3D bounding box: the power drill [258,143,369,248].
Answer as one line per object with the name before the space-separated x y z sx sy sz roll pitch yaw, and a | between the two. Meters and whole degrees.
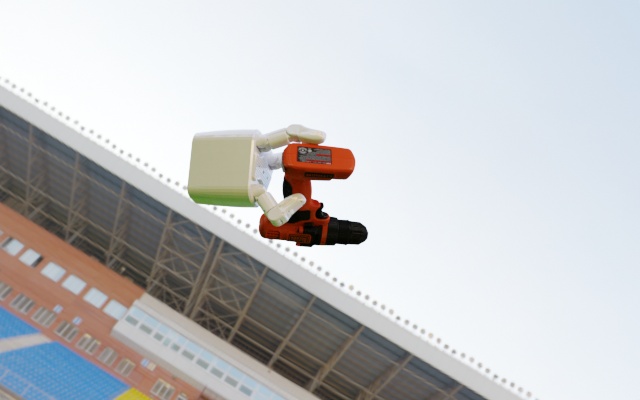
power drill | 0.000 0.002 0.746 0.184 0.188 0.057 4 44 -9
